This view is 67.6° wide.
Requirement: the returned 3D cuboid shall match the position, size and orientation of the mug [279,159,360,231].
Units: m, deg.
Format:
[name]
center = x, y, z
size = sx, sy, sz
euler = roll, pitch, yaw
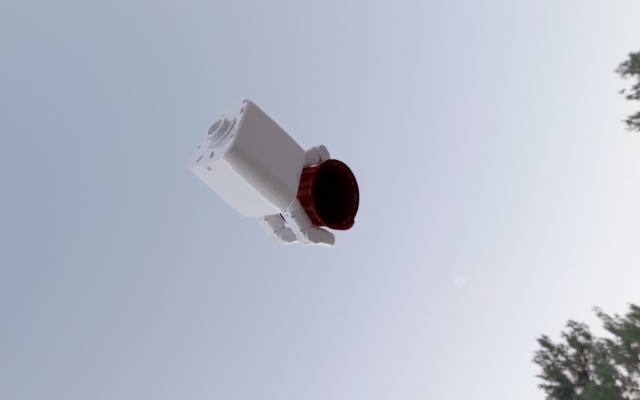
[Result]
[mug]
center = 0.001, 0.003, 0.655
size = 0.081, 0.093, 0.117
euler = -6, -40, 45
